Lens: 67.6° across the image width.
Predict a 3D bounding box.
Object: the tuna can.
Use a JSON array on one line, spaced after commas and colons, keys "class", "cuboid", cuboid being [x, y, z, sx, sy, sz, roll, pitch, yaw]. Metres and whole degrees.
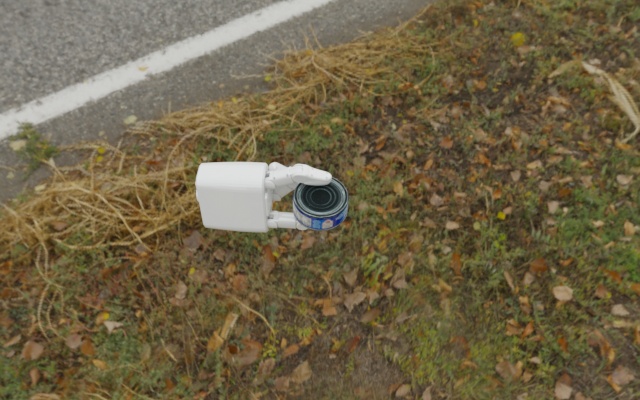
[{"class": "tuna can", "cuboid": [0.000, 0.002, 0.731, 0.086, 0.086, 0.034, 0, -38, -3]}]
